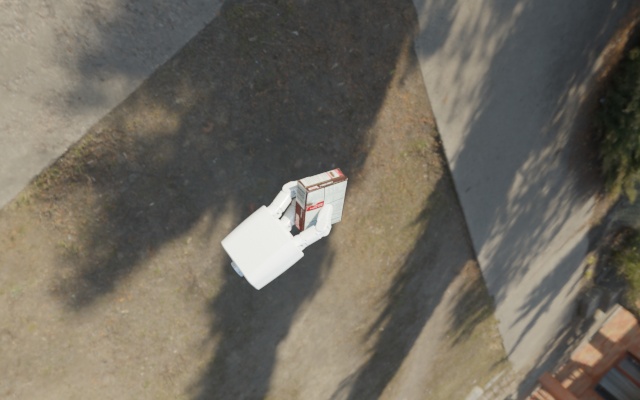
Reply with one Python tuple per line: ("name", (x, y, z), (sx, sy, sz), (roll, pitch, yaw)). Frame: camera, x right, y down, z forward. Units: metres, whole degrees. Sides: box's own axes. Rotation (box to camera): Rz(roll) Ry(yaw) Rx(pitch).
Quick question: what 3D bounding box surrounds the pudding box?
("pudding box", (0.000, 0.003, 0.898), (0.090, 0.114, 0.039), (-19, 49, -26))
